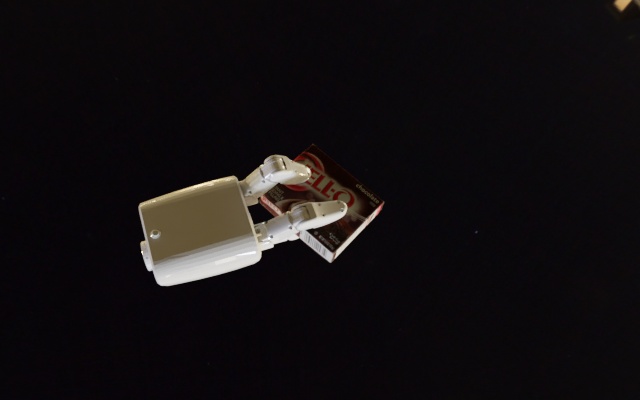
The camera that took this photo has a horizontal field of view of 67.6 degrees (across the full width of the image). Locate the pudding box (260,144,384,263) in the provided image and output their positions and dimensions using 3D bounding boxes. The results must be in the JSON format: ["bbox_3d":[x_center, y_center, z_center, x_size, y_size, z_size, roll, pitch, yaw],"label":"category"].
[{"bbox_3d":[0.000,0.002,0.545,0.090,0.113,0.039,-44,-13,-24],"label":"pudding box"}]
